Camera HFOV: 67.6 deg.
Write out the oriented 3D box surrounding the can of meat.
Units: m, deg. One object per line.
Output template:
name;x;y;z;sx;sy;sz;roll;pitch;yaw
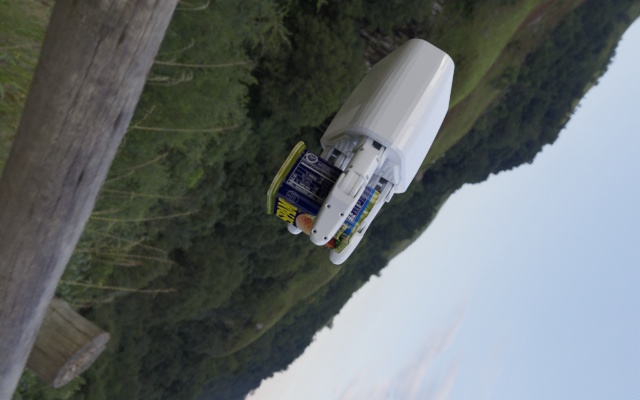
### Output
can of meat;0.000;0.002;0.445;0.084;0.057;0.102;31;-17;2
